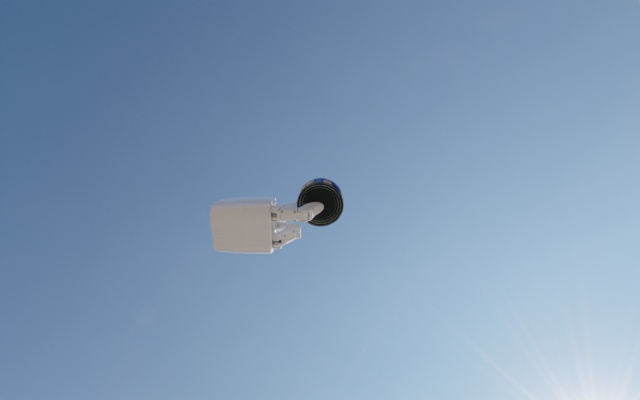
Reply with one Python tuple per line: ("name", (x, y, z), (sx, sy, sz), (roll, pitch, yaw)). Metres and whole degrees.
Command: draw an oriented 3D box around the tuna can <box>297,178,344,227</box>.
("tuna can", (0.000, 0.003, 0.885), (0.086, 0.086, 0.033), (0, 20, 3))
